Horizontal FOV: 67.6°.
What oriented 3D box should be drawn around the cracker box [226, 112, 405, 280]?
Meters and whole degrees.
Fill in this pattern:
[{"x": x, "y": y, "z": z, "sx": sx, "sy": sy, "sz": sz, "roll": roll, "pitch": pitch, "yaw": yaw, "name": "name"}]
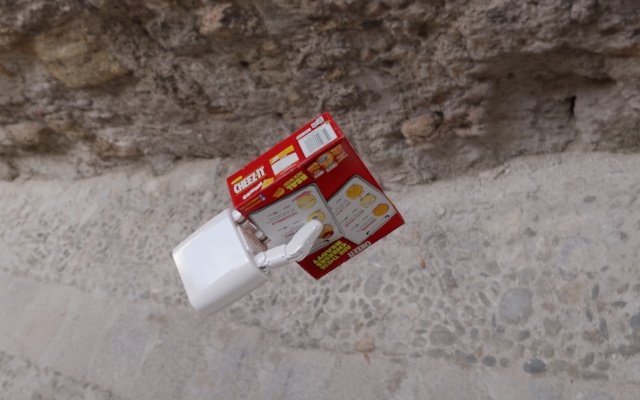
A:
[{"x": 0.000, "y": 0.002, "z": 0.668, "sx": 0.164, "sy": 0.072, "sz": 0.214, "roll": -34, "pitch": -44, "yaw": 8, "name": "cracker box"}]
